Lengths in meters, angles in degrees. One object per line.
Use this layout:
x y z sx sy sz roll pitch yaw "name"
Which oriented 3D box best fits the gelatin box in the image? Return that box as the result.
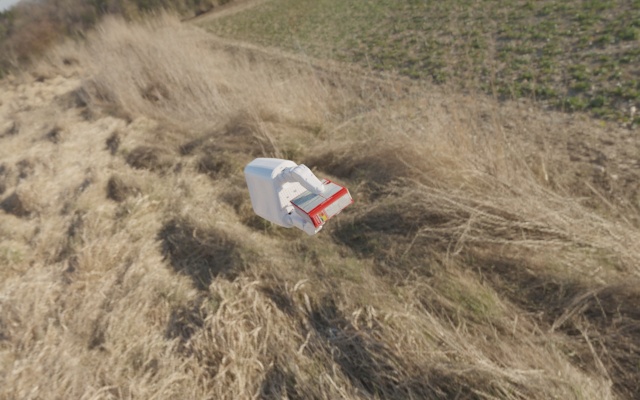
0.000 0.002 0.762 0.073 0.030 0.089 -34 24 -13 "gelatin box"
